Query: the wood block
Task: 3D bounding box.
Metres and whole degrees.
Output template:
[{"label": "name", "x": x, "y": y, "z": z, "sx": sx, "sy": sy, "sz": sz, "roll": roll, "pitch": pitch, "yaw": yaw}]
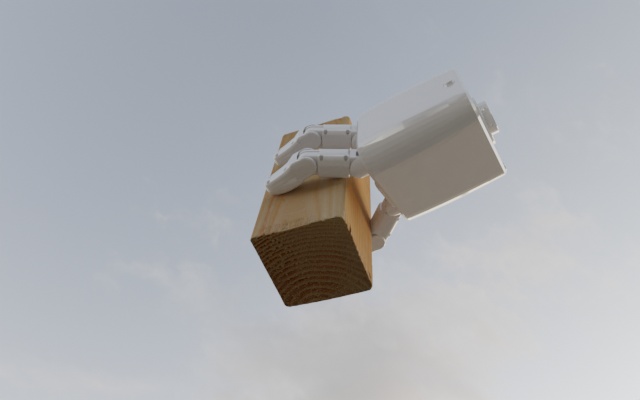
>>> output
[{"label": "wood block", "x": 0.001, "y": 0.002, "z": 0.512, "sx": 0.090, "sy": 0.091, "sz": 0.206, "roll": -15, "pitch": 31, "yaw": 15}]
